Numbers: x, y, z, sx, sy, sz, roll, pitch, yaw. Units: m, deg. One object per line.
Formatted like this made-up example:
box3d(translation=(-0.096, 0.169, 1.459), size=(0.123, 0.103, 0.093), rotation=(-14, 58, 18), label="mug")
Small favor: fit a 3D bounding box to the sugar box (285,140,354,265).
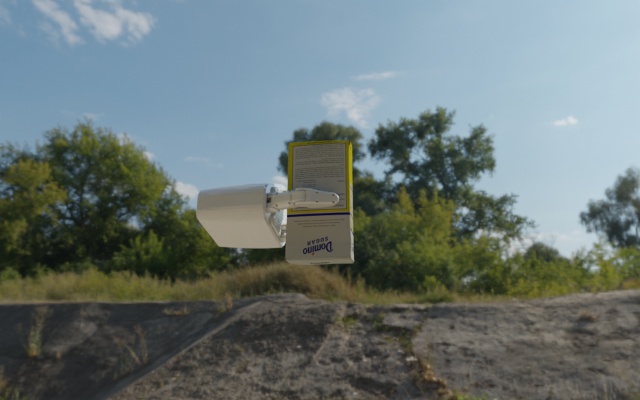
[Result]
box3d(translation=(0.000, 0.002, 0.686), size=(0.093, 0.176, 0.048), rotation=(-2, -16, 9), label="sugar box")
